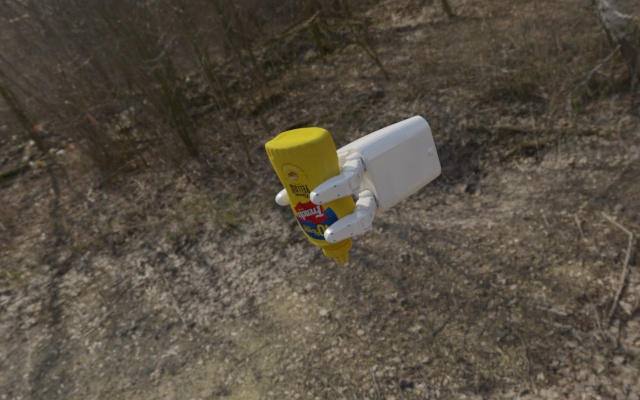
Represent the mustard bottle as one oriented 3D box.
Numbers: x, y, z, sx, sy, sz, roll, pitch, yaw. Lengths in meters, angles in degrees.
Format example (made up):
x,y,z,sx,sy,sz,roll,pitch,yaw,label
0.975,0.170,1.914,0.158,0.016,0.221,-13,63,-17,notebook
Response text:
x,y,z,sx,sy,sz,roll,pitch,yaw,label
0.000,0.002,0.626,0.096,0.192,0.058,3,33,43,mustard bottle
